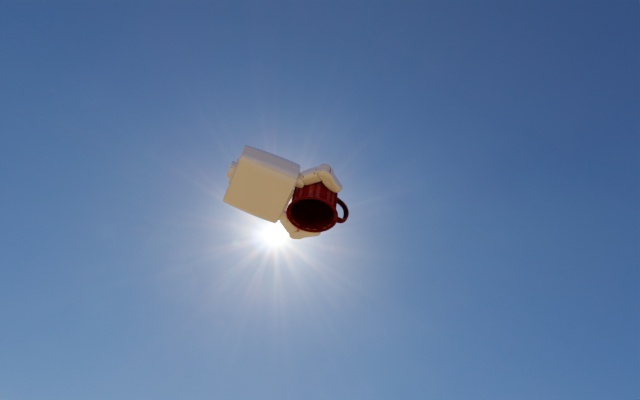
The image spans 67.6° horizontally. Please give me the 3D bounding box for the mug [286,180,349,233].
[{"bbox_3d":[0.001,0.003,0.877,0.117,0.081,0.093,22,-46,-13],"label":"mug"}]
